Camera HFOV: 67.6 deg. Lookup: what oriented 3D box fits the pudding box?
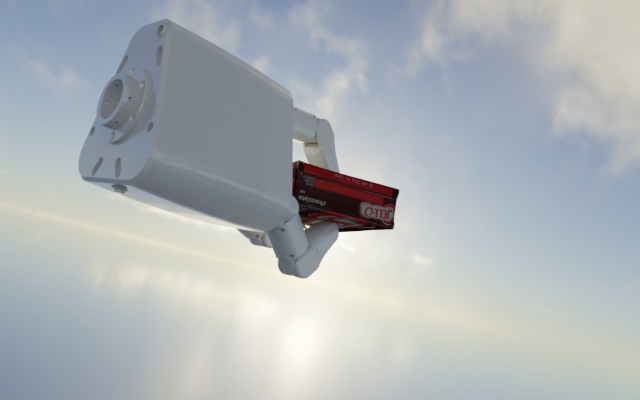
[{"bbox_3d":[0.000,0.001,0.410,0.090,0.039,0.113,16,-9,-20],"label":"pudding box"}]
